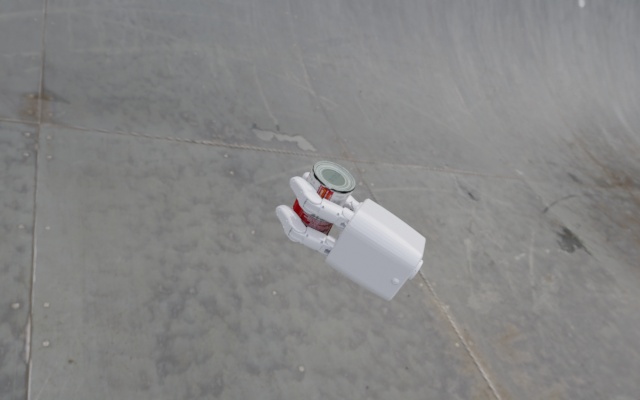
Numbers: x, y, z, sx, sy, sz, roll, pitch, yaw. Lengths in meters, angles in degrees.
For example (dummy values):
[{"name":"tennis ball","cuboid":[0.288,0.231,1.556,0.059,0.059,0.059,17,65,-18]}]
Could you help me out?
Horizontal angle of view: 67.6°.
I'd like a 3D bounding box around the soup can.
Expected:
[{"name":"soup can","cuboid":[0.000,0.002,0.691,0.068,0.102,0.068,19,36,-14]}]
